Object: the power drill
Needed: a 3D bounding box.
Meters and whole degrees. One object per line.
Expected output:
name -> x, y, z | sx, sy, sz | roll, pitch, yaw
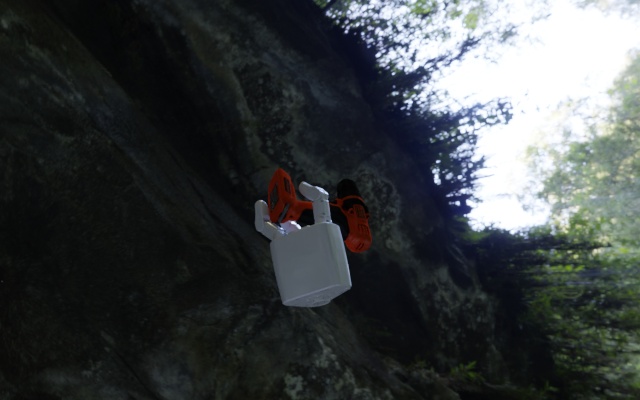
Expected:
power drill -> 0.000, 0.003, 0.874 | 0.188, 0.057, 0.184 | 16, 35, -20
